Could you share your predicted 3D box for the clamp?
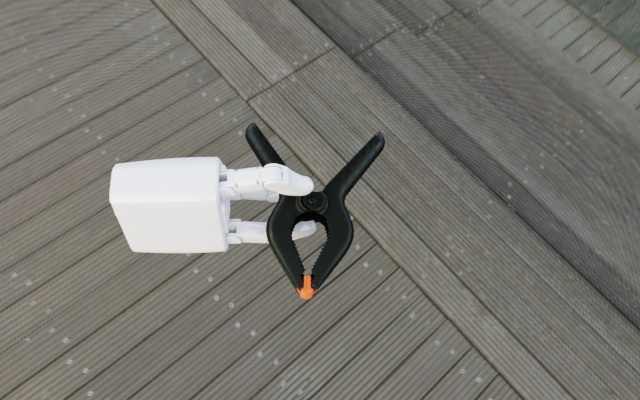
[{"bbox_3d":[0.000,0.002,0.531,0.164,0.210,0.036,-3,-24,-4],"label":"clamp"}]
